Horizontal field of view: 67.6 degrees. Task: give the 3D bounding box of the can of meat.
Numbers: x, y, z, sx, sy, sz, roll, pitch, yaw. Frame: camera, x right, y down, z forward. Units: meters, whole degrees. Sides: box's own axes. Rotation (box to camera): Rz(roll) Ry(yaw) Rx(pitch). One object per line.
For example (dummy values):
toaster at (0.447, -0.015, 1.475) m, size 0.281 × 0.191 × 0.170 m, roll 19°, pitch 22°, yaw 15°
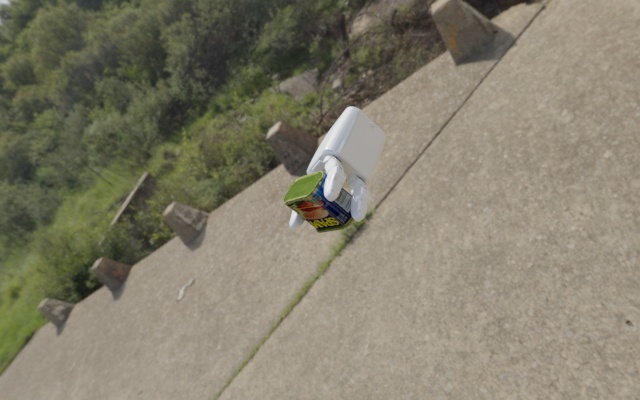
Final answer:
can of meat at (0.000, 0.002, 0.759) m, size 0.084 × 0.057 × 0.102 m, roll 39°, pitch -27°, yaw -23°
